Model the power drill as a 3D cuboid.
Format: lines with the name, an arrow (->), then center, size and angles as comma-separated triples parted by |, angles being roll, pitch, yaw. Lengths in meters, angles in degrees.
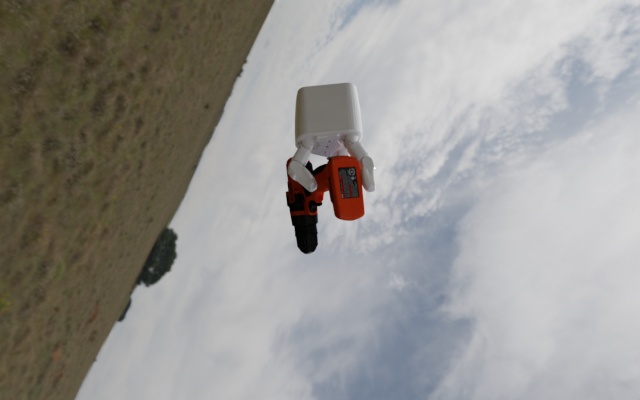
power drill -> 0.000, 0.002, 0.834 | 0.057, 0.184, 0.187 | -8, -1, -32
